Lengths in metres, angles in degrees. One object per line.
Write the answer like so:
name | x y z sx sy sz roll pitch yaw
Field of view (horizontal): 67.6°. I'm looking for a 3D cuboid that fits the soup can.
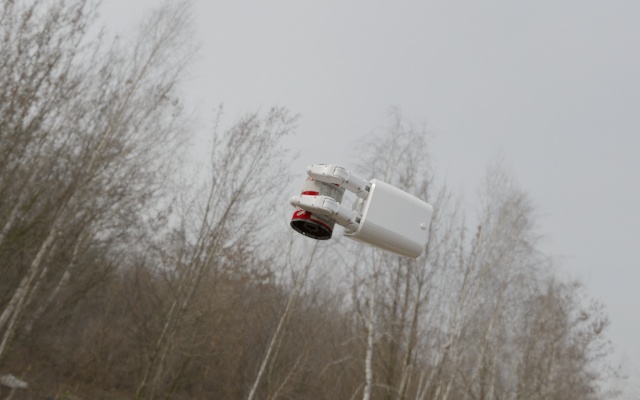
soup can | 0.000 0.002 0.754 0.068 0.102 0.068 16 -23 7
